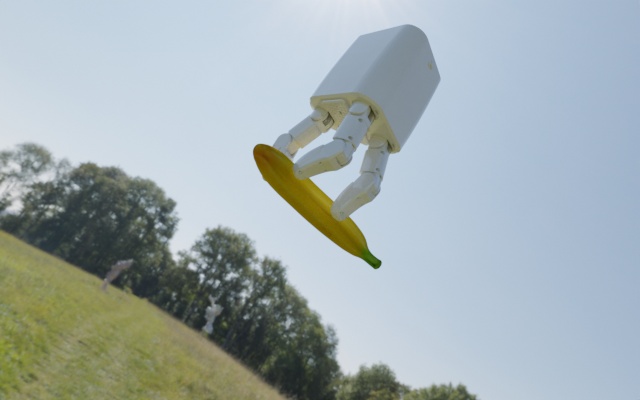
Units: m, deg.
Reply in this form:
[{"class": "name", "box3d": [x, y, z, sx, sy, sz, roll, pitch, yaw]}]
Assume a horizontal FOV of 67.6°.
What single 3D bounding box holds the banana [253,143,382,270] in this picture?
[{"class": "banana", "box3d": [-0.006, 0.002, 0.528, 0.198, 0.037, 0.069, 42, -14, -24]}]
